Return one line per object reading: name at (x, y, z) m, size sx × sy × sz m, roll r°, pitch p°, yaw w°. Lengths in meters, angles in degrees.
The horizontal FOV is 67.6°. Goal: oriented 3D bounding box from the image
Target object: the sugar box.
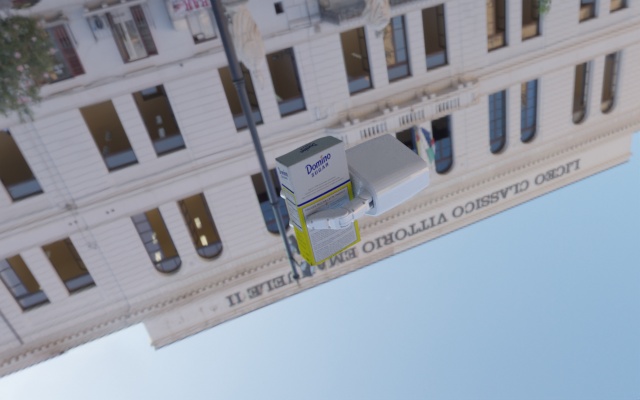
sugar box at (0.000, 0.002, 0.697) m, size 0.093 × 0.176 × 0.048 m, roll -27°, pitch 32°, yaw -22°
